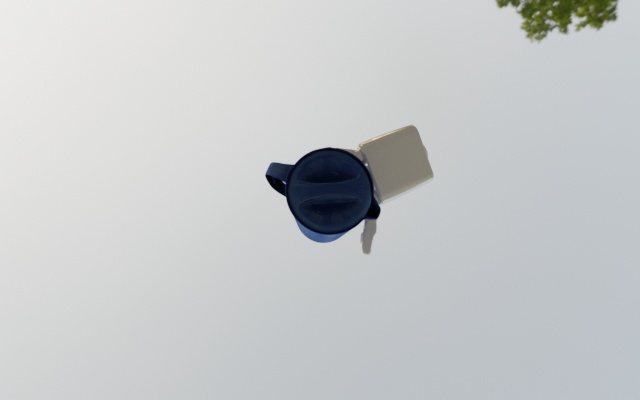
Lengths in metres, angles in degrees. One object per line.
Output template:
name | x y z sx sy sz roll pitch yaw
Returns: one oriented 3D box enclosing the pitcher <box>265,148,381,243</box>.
pitcher | 0.000 0.003 0.820 0.145 0.149 0.243 -23 -10 -7
